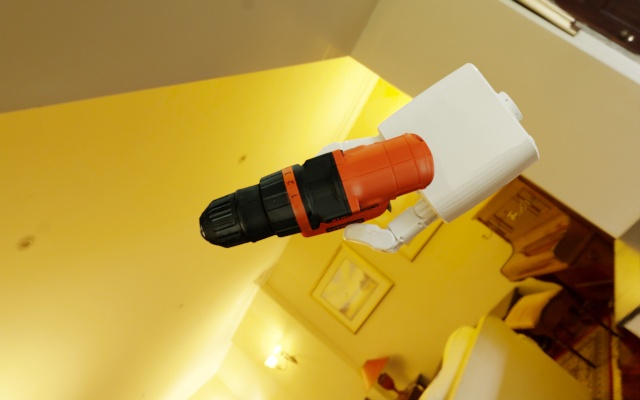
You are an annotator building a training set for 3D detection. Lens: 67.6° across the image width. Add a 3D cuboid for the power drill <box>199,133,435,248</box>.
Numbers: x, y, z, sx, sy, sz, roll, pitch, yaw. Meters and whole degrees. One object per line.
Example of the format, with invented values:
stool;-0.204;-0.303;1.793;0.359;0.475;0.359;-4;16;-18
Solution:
power drill;0.000;0.001;0.433;0.184;0.057;0.187;-16;-4;2
